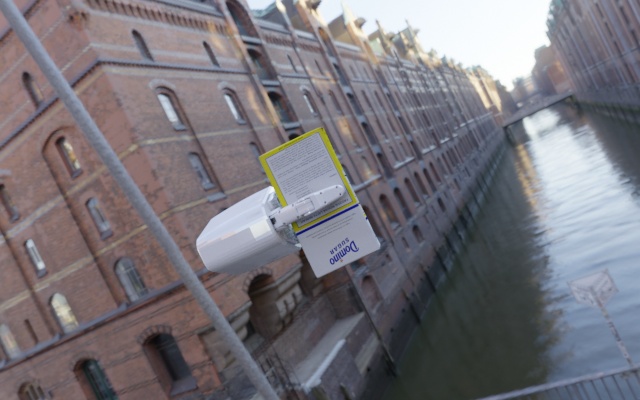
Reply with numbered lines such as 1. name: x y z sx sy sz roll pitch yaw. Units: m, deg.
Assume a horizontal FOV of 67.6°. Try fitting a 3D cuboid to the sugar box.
1. sugar box: 0.000 0.002 0.629 0.093 0.176 0.048 -25 1 7
